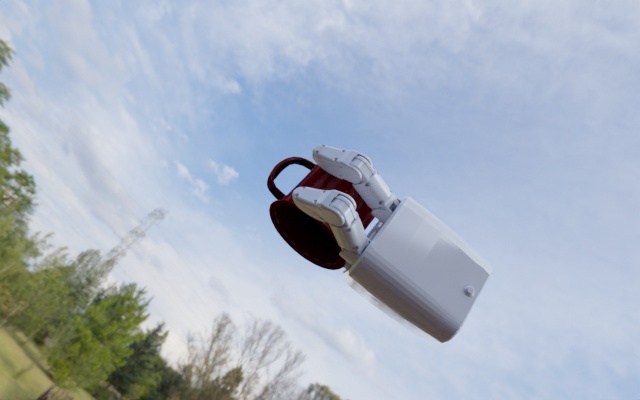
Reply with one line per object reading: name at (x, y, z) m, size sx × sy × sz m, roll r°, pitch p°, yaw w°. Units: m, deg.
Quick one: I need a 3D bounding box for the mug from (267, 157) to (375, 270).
mug at (-0.001, 0.001, 0.484) m, size 0.117 × 0.081 × 0.093 m, roll 39°, pitch -28°, yaw 5°
